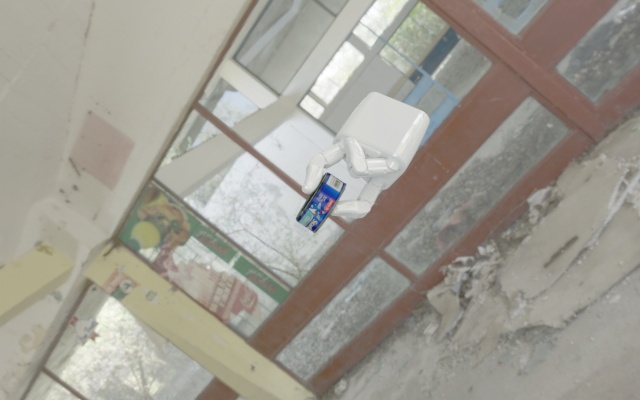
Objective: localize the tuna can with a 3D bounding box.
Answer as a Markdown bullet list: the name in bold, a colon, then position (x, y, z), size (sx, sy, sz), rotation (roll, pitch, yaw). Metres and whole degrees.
- **tuna can**: position (0.000, 0.002, 0.685), size (0.034, 0.086, 0.086), rotation (33, -3, -5)
